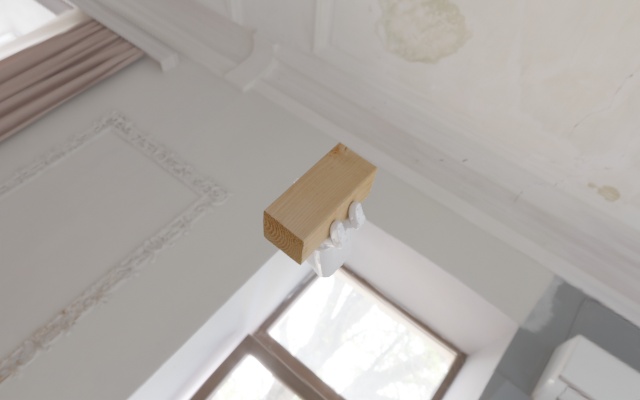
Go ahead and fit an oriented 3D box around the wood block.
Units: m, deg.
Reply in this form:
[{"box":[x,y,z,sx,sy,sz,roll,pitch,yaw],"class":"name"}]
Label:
[{"box":[0.000,0.003,0.857,0.091,0.206,0.090,36,-31,17],"class":"wood block"}]
